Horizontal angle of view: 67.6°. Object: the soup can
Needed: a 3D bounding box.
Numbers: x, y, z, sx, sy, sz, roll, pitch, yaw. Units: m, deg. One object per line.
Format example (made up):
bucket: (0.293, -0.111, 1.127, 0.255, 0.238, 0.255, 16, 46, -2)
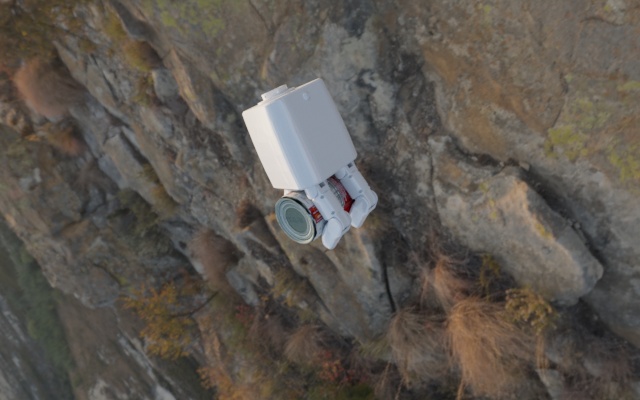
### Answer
soup can: (0.000, 0.003, 0.612, 0.068, 0.068, 0.102, 0, 28, 46)
